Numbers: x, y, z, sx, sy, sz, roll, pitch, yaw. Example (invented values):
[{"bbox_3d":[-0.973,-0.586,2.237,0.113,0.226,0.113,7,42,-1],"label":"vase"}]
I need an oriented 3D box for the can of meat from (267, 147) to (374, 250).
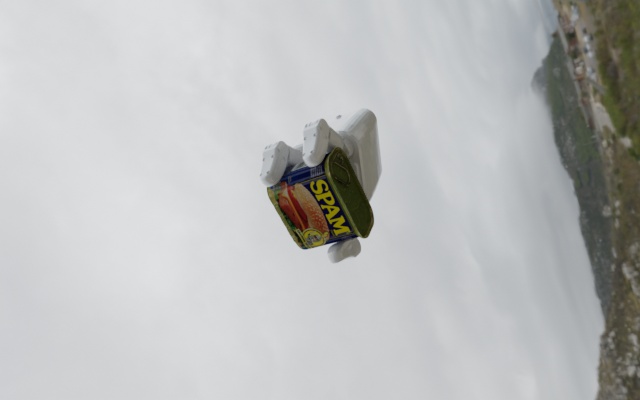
[{"bbox_3d":[0.000,0.002,0.538,0.084,0.102,0.057,-17,22,28],"label":"can of meat"}]
